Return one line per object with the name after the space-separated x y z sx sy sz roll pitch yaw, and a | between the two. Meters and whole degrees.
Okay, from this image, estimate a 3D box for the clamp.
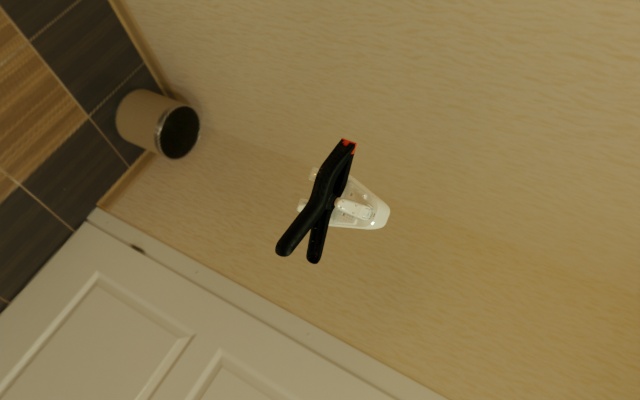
0.001 0.002 0.729 0.036 0.210 0.164 23 3 18 | clamp
